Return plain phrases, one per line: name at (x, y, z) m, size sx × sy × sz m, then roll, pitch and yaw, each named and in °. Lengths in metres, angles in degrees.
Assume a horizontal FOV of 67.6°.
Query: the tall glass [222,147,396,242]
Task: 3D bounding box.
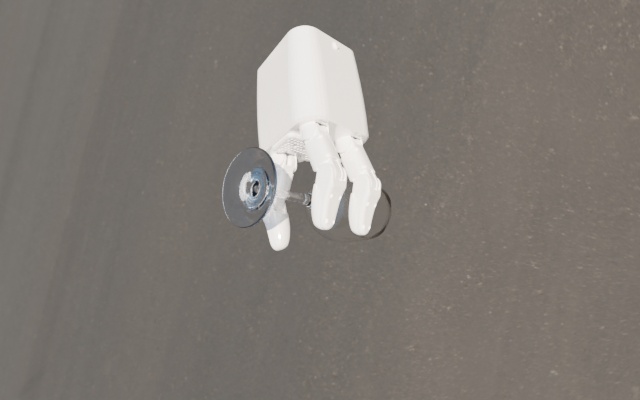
tall glass at (0.000, 0.002, 0.503) m, size 0.079 × 0.079 × 0.201 m, roll 0°, pitch -8°, yaw 42°
